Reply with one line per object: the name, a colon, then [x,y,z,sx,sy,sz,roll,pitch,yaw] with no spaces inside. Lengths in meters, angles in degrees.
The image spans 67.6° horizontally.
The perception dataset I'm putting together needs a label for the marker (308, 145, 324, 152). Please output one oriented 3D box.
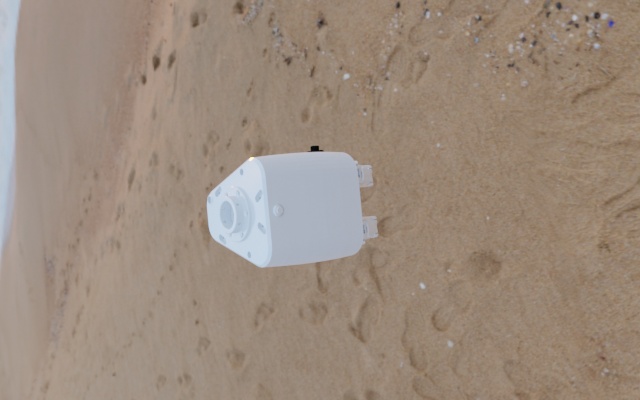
marker: [0.000,0.002,0.510,0.020,0.121,0.020,-6,-1,0]
